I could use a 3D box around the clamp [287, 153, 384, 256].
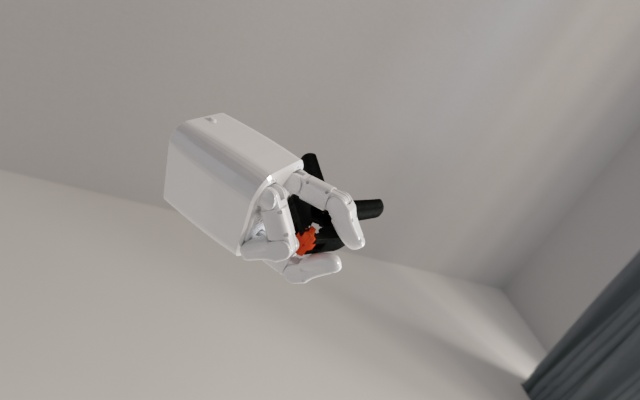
[{"bbox_3d":[0.000,0.002,0.539,0.120,0.039,0.171,34,27,11],"label":"clamp"}]
